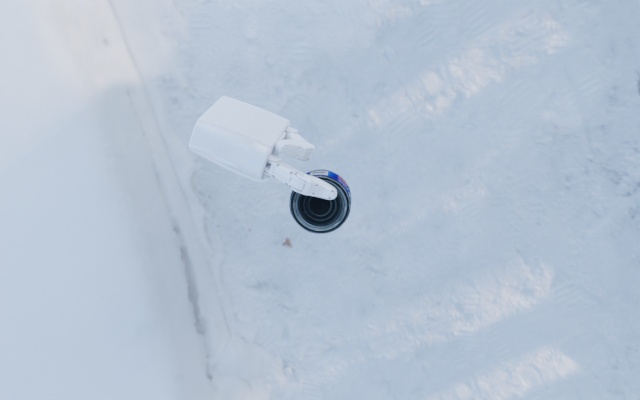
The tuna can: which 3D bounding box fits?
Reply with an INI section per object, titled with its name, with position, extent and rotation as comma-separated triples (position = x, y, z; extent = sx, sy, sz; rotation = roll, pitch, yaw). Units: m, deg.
[tuna can]
position = 0.000, 0.002, 0.662
extent = 0.086, 0.086, 0.033
rotation = 0, 17, 4
